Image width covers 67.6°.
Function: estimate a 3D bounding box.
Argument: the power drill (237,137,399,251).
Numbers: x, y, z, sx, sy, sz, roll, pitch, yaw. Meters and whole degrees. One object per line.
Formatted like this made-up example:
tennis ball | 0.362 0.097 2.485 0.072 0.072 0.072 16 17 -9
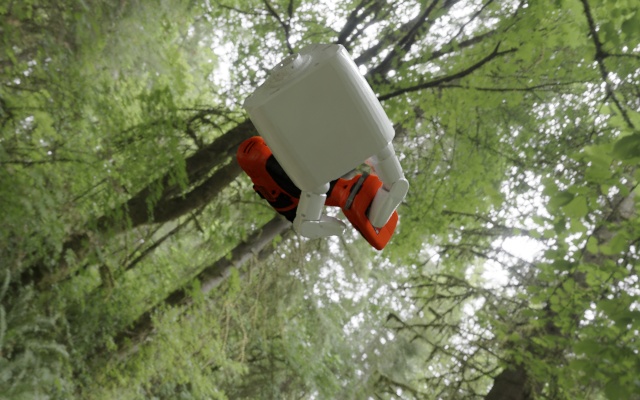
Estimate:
power drill | 0.000 0.002 0.604 0.187 0.057 0.184 17 -21 33
